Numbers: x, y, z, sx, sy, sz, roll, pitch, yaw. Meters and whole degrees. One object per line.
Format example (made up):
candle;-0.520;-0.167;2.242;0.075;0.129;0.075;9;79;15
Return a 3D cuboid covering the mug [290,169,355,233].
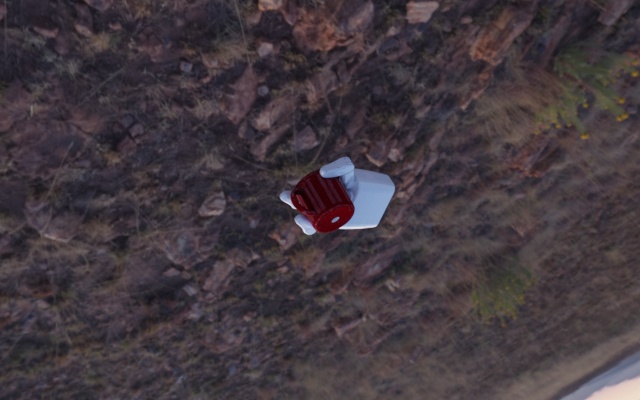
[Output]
mug;-0.001;0.003;0.839;0.117;0.081;0.093;2;-43;-41
